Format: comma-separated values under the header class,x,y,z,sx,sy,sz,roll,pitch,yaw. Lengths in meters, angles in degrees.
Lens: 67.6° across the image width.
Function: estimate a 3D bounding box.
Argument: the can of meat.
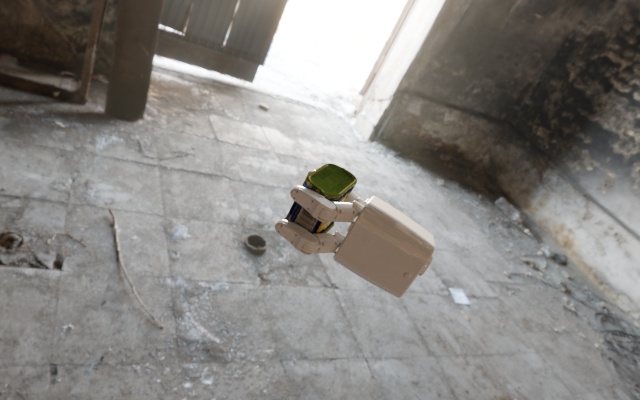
class,x,y,z,sx,sy,sz,roll,pitch,yaw
can of meat,0.000,0.002,0.663,0.057,0.084,0.102,35,29,10
